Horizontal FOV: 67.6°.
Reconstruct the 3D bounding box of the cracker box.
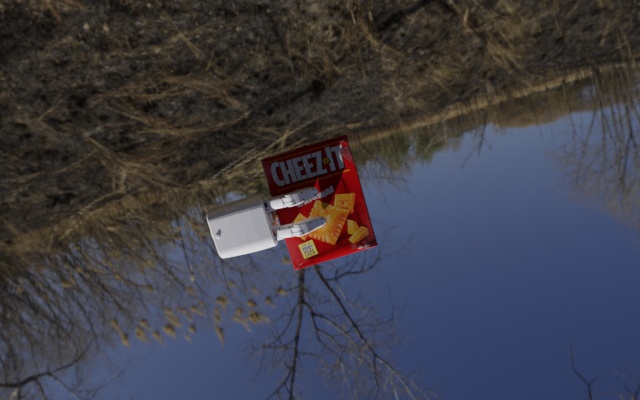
[{"bbox_3d":[0.000,0.003,0.888,0.164,0.214,0.072,-16,9,3],"label":"cracker box"}]
